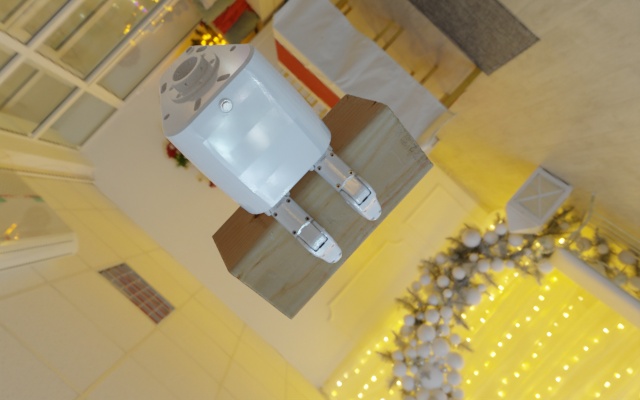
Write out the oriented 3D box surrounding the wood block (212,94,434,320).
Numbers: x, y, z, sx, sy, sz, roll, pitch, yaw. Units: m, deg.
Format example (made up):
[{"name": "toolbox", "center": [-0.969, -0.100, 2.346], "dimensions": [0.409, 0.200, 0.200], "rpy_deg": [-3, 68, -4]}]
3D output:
[{"name": "wood block", "center": [0.000, 0.001, 0.484], "dimensions": [0.090, 0.206, 0.090], "rpy_deg": [44, -2, -29]}]
